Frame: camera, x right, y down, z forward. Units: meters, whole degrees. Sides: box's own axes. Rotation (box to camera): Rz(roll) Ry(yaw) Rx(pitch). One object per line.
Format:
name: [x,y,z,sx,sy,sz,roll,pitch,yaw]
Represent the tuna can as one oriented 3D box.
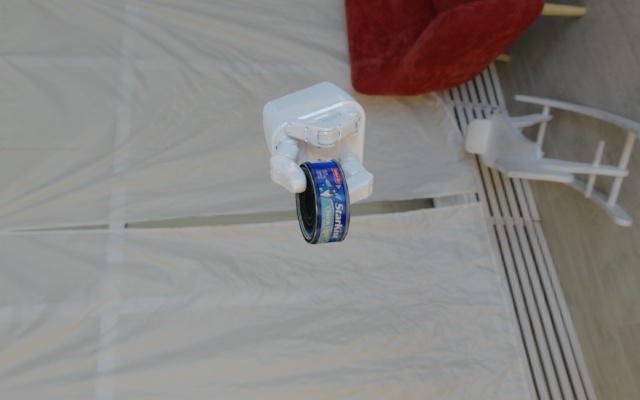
tuna can: [0.000,0.002,0.487,0.034,0.086,0.086,-5,1,-16]
